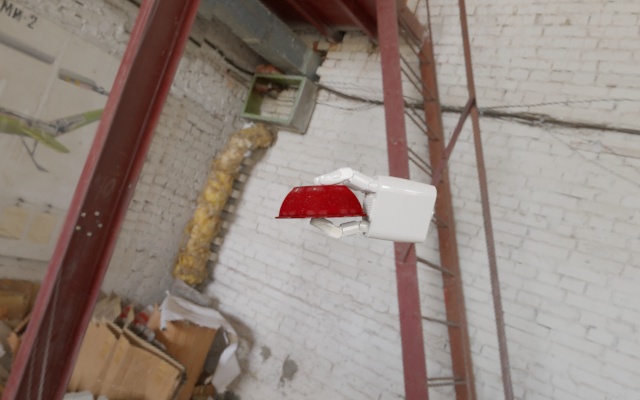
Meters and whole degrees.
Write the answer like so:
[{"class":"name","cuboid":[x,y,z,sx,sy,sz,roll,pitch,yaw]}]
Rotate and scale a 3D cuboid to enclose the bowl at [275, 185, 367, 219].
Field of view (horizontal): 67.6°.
[{"class":"bowl","cuboid":[-0.001,0.002,0.827,0.162,0.055,0.162,-2,-1,0]}]
